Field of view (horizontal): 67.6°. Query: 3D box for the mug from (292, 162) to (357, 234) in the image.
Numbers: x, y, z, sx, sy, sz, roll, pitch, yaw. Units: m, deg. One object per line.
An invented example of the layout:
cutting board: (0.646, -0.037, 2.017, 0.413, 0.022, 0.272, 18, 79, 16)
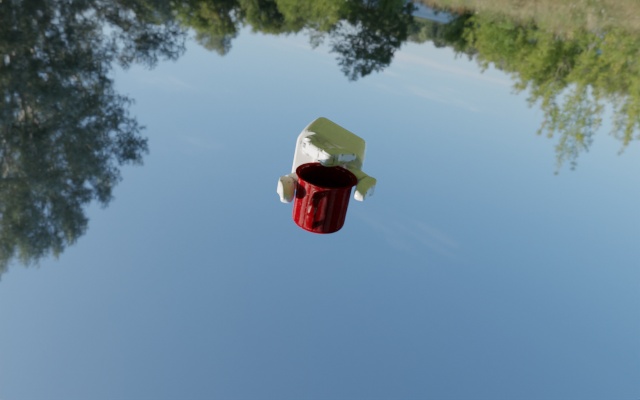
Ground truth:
mug: (0.000, 0.003, 0.710, 0.093, 0.081, 0.117, 14, 27, 6)
